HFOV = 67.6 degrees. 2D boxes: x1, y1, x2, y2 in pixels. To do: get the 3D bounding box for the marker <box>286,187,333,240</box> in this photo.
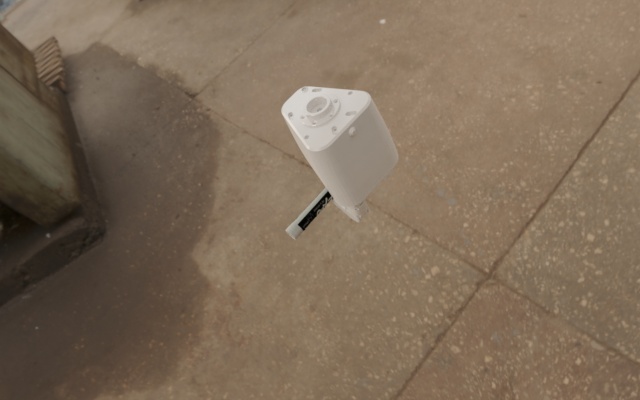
[{"bbox_3d":[0.000,0.002,0.642,0.020,0.121,0.020,40,-12,10],"label":"marker"}]
